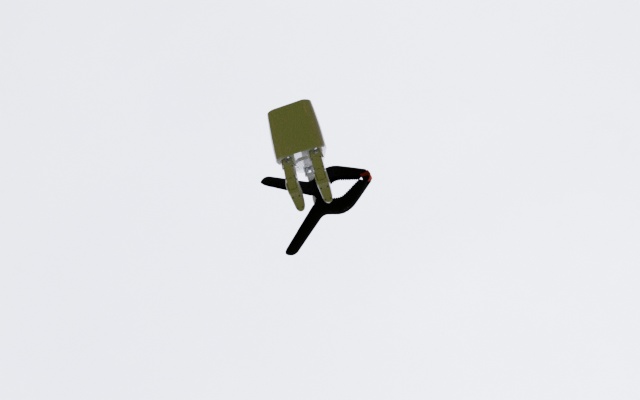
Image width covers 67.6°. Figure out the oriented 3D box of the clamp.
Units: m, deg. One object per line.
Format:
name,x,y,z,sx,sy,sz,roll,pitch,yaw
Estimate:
clamp,0.001,0.003,0.895,0.210,0.164,0.036,-17,-17,9
